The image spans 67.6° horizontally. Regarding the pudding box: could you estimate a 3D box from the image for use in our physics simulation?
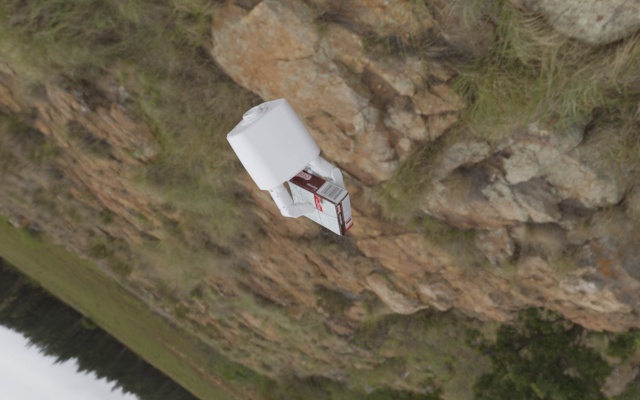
[{"bbox_3d":[0.000,0.003,0.841,0.113,0.090,0.039,29,60,30],"label":"pudding box"}]
